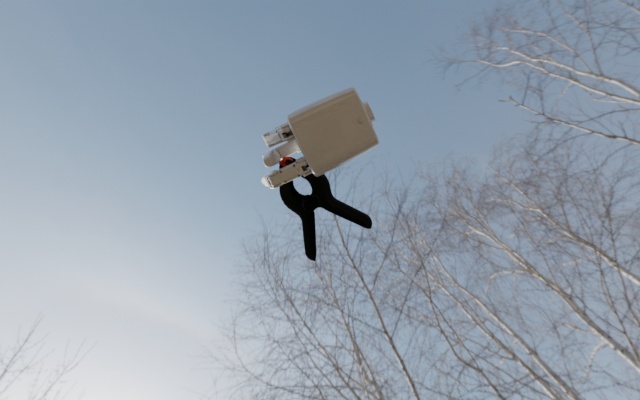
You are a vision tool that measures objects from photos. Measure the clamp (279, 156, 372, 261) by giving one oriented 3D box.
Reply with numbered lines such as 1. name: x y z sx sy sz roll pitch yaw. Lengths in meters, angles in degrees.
1. clamp: 0.000 0.002 0.743 0.120 0.171 0.039 -25 15 8
